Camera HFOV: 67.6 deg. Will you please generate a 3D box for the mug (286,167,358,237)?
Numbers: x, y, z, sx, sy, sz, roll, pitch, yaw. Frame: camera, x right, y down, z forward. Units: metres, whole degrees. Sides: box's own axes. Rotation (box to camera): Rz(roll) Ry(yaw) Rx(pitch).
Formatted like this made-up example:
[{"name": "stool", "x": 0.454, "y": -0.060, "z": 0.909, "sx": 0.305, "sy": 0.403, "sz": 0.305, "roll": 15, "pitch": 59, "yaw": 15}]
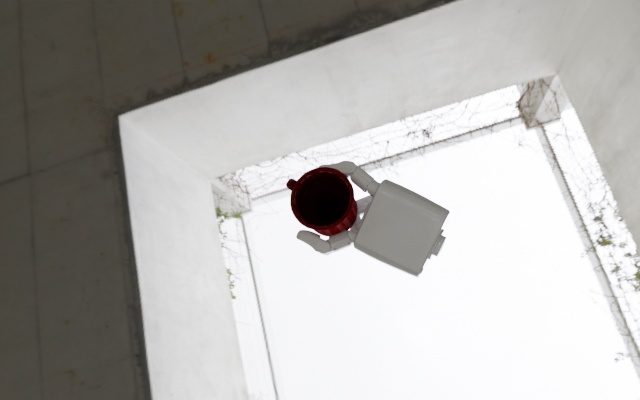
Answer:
[{"name": "mug", "x": -0.001, "y": 0.002, "z": 0.711, "sx": 0.117, "sy": 0.093, "sz": 0.081, "roll": 26, "pitch": -8, "yaw": 18}]
